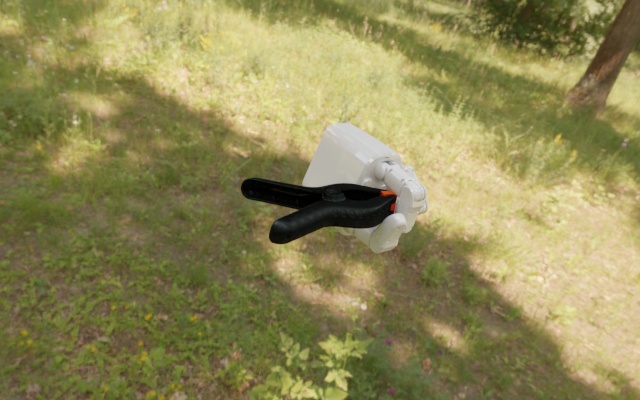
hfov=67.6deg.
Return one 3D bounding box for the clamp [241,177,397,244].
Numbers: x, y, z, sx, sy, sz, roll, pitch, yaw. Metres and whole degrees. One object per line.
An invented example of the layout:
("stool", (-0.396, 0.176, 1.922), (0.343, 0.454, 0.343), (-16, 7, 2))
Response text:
("clamp", (0.000, 0.001, 0.516), (0.171, 0.039, 0.120), (-4, 33, -33))
